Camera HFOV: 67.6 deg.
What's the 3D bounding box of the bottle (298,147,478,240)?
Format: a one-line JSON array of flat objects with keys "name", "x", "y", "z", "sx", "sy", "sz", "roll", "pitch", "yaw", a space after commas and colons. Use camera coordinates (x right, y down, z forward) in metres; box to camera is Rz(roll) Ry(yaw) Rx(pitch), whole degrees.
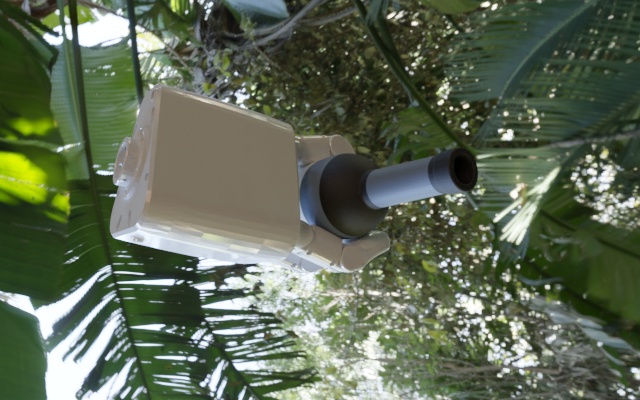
[{"name": "bottle", "x": 0.000, "y": 0.001, "z": 0.402, "sx": 0.069, "sy": 0.069, "sz": 0.296, "roll": 0, "pitch": -8, "yaw": -36}]
